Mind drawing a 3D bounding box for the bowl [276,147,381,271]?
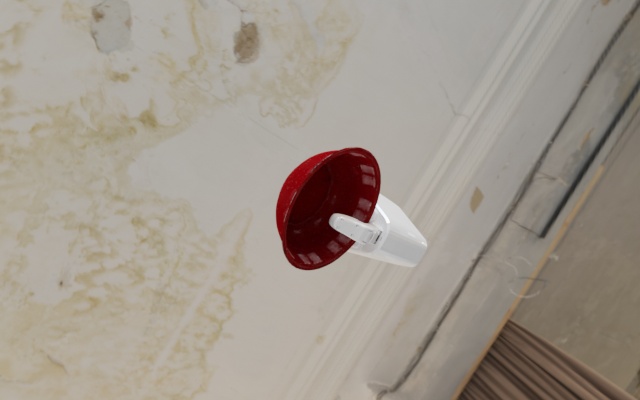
[{"bbox_3d":[-0.001,0.001,0.576,0.055,0.162,0.162,33,20,36],"label":"bowl"}]
